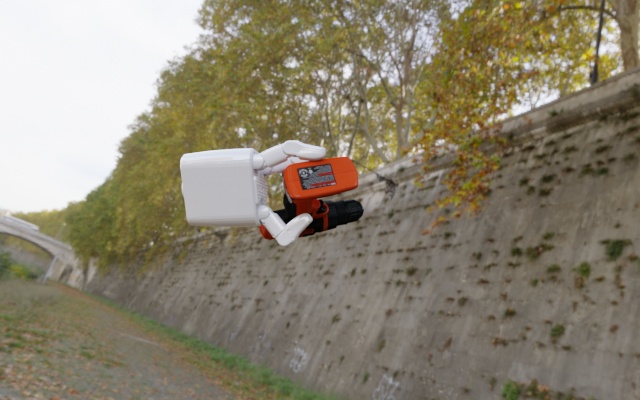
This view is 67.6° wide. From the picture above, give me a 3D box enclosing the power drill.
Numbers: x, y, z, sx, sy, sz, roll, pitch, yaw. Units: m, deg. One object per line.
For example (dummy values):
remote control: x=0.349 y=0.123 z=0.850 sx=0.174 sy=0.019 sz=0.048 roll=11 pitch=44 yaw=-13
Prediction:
power drill: x=0.000 y=0.002 z=0.750 sx=0.184 sy=0.057 sz=0.188 roll=-12 pitch=-23 yaw=-17
